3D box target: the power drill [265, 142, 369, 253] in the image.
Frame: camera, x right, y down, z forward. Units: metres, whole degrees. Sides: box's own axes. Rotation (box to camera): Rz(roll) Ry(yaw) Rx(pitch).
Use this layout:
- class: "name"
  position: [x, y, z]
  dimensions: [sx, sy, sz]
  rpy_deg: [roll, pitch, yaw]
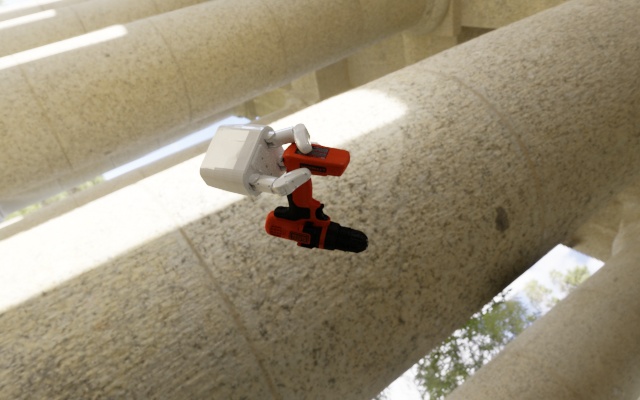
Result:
- class: "power drill"
  position: [0.000, 0.002, 0.795]
  dimensions: [0.184, 0.188, 0.057]
  rpy_deg: [11, 34, 5]
